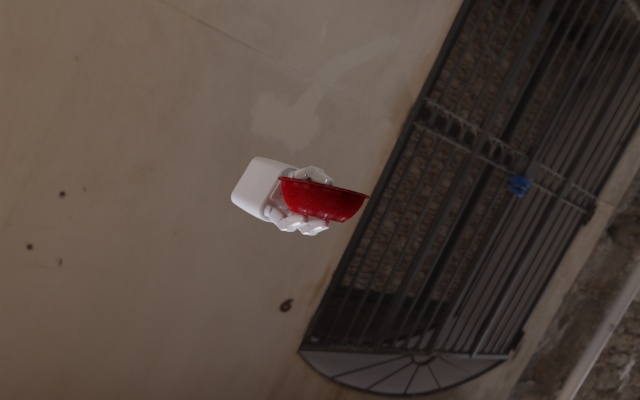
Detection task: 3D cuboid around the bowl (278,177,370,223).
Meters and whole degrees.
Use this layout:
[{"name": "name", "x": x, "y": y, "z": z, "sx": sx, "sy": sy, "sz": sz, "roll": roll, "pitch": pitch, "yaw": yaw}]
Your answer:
[{"name": "bowl", "x": 0.001, "y": 0.003, "z": 0.819, "sx": 0.162, "sy": 0.055, "sz": 0.162, "roll": 12, "pitch": -2, "yaw": 0}]
